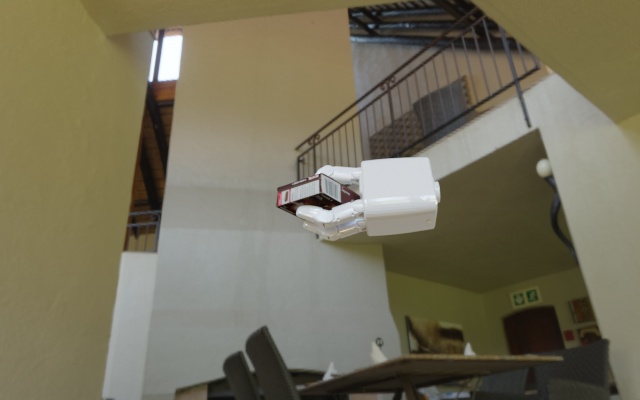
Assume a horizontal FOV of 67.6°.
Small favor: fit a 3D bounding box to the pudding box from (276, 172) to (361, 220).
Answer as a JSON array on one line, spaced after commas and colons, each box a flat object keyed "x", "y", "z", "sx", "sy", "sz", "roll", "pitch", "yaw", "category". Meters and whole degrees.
[{"x": 0.000, "y": 0.002, "z": 0.749, "sx": 0.090, "sy": 0.039, "sz": 0.113, "roll": -18, "pitch": -32, "yaw": 33, "category": "pudding box"}]
